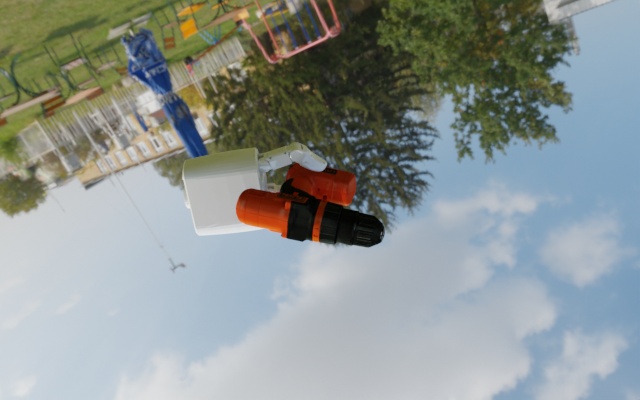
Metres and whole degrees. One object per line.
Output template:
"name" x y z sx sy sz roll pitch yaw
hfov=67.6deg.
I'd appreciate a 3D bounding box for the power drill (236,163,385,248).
"power drill" 0.000 0.002 0.646 0.184 0.057 0.187 13 18 7
